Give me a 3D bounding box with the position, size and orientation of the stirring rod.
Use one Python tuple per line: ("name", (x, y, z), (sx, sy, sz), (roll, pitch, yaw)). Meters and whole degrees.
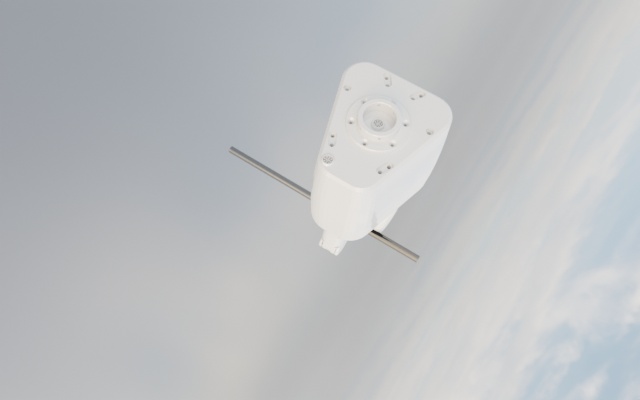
("stirring rod", (0.000, 0.002, 0.521), (0.239, 0.011, 0.011), (30, 6, 10))
